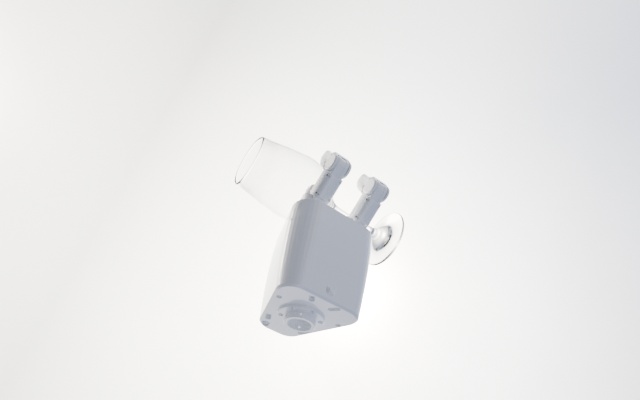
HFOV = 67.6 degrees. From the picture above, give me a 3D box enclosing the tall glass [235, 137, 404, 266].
[{"bbox_3d":[0.001,0.002,0.568,0.201,0.079,0.079,31,-12,-20],"label":"tall glass"}]
